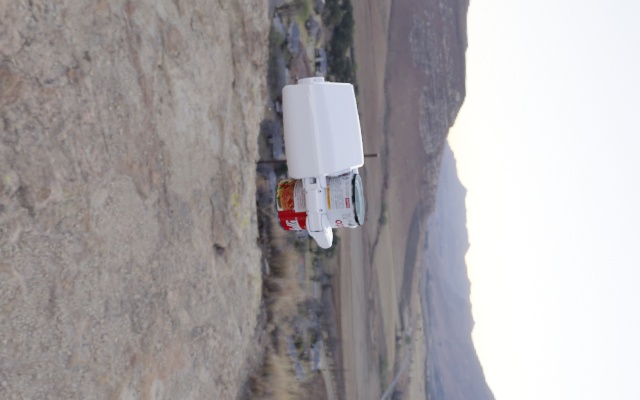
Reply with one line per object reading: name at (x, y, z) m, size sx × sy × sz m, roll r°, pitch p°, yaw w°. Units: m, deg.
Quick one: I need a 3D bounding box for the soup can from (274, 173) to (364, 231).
soup can at (0.000, 0.002, 0.606) m, size 0.102 × 0.068 × 0.068 m, roll -4°, pitch -1°, yaw 14°
